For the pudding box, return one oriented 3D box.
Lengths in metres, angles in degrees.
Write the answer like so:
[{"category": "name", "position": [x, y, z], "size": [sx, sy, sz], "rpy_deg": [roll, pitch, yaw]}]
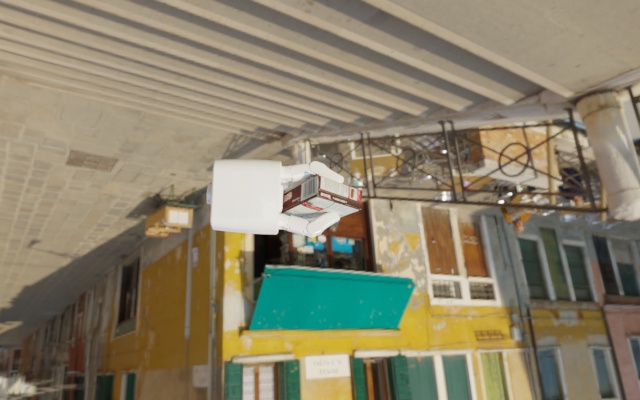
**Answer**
[{"category": "pudding box", "position": [0.000, 0.003, 0.786], "size": [0.090, 0.039, 0.113], "rpy_deg": [17, -23, -31]}]
